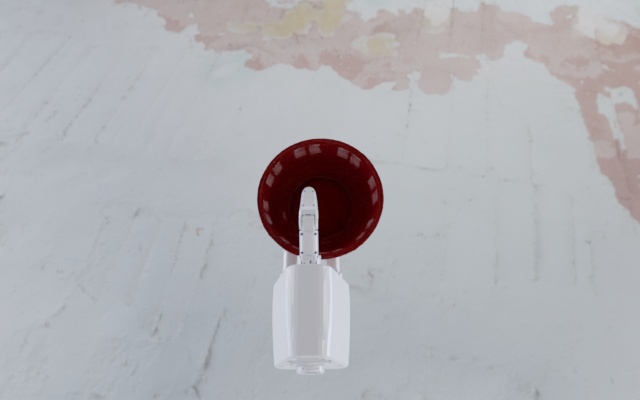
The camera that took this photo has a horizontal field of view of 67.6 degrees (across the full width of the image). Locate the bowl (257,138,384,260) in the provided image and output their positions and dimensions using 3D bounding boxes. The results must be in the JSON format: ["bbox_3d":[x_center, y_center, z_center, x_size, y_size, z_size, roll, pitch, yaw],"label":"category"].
[{"bbox_3d":[0.000,0.001,0.631,0.162,0.162,0.055,0,-15,1],"label":"bowl"}]
